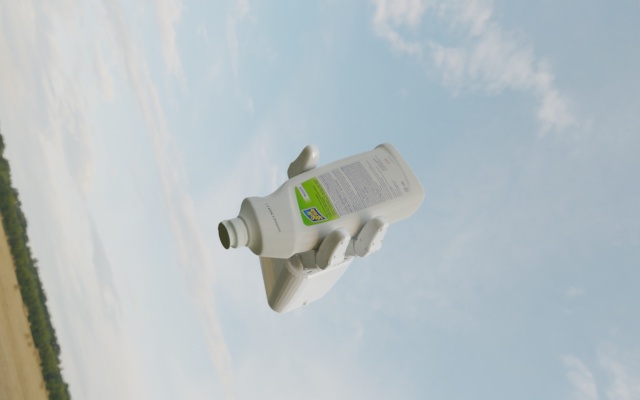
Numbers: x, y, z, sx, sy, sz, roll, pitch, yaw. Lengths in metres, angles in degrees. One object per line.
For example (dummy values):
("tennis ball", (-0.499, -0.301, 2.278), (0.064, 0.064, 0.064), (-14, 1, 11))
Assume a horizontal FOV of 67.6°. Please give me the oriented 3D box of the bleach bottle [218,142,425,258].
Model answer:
("bleach bottle", (0.000, 0.002, 0.550), (0.251, 0.102, 0.068), (-15, -29, -33))
